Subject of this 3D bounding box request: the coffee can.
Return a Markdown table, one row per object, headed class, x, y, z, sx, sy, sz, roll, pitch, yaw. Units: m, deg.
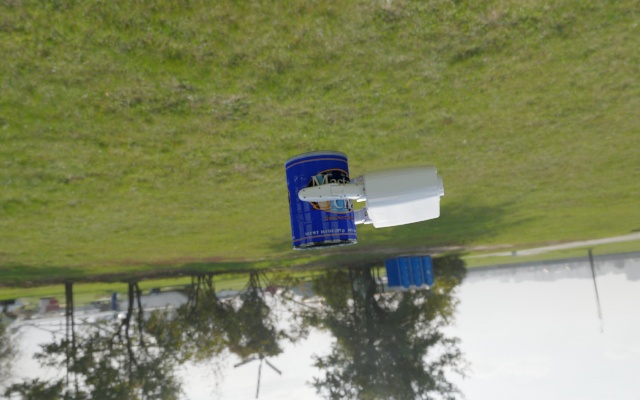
| class | x | y | z | sx | sy | sz | roll | pitch | yaw |
| --- | --- | --- | --- | --- | --- | --- | --- | --- | --- |
| coffee can | 0.000 | 0.002 | 0.756 | 0.103 | 0.140 | 0.103 | -6 | -10 | -1 |
